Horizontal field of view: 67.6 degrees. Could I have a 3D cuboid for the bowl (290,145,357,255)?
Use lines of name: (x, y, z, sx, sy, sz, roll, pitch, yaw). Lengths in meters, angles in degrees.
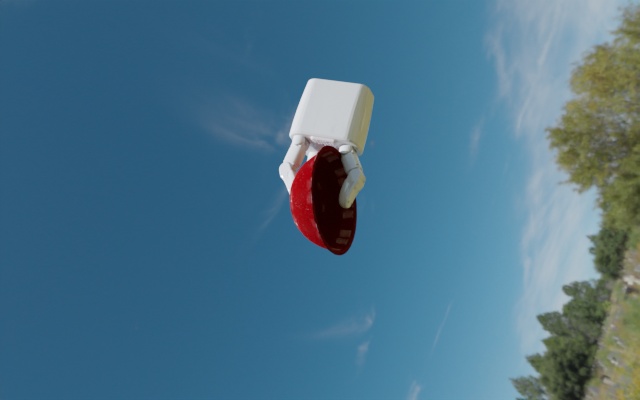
bowl: (-0.001, 0.003, 0.707, 0.055, 0.162, 0.162, -7, -3, 25)
